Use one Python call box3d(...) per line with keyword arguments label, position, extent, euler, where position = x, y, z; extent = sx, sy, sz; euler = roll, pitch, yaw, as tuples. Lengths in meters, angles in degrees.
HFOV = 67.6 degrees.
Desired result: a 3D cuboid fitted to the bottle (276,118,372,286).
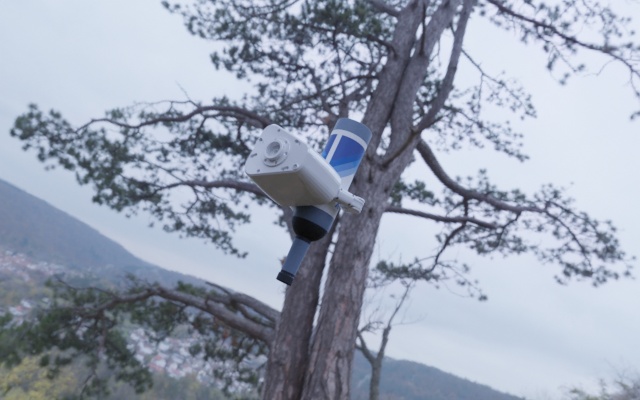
box3d(label="bottle", position=(0.000, 0.002, 0.804), extent=(0.069, 0.295, 0.069), euler=(23, -14, 6))
